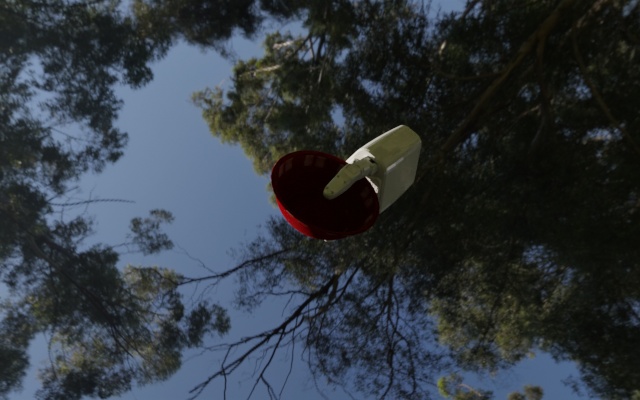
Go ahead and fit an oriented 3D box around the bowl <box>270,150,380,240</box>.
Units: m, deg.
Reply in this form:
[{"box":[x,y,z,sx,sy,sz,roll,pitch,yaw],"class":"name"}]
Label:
[{"box":[-0.001,0.003,0.681,0.162,0.162,0.055,0,-42,-28],"class":"bowl"}]
